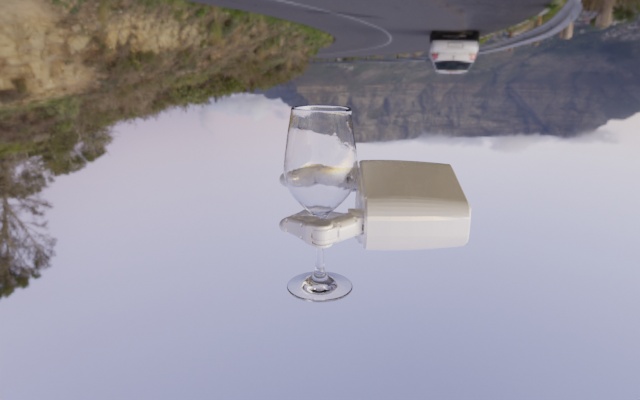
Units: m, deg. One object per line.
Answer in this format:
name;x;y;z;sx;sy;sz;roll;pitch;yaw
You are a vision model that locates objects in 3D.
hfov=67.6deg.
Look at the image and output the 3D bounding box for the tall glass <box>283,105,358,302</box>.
tall glass;0.000;0.002;0.511;0.079;0.201;0.079;0;16;0
